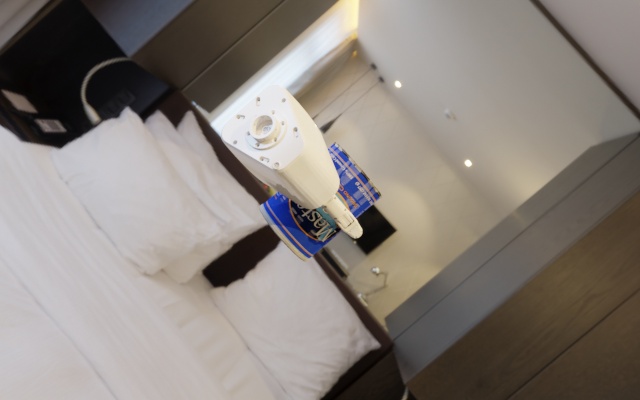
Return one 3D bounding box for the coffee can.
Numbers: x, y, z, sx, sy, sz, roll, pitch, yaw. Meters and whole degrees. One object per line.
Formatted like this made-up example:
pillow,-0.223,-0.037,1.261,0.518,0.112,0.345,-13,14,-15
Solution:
coffee can,0.000,0.002,0.671,0.140,0.103,0.103,-41,-2,2
